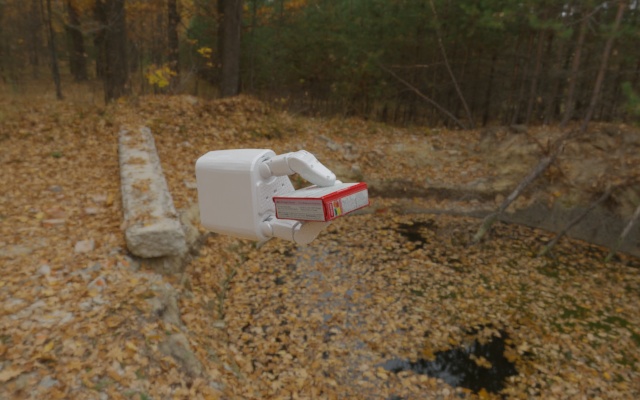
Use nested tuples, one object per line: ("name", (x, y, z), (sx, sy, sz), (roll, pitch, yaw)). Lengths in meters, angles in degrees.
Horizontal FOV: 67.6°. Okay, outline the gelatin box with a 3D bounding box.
("gelatin box", (0.000, 0.001, 0.554), (0.073, 0.030, 0.089), (-19, 13, -42))
